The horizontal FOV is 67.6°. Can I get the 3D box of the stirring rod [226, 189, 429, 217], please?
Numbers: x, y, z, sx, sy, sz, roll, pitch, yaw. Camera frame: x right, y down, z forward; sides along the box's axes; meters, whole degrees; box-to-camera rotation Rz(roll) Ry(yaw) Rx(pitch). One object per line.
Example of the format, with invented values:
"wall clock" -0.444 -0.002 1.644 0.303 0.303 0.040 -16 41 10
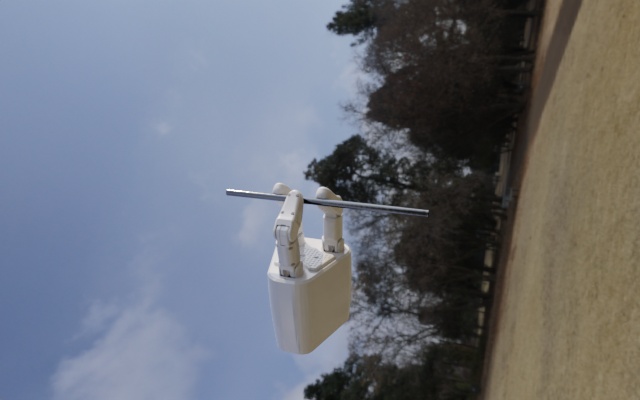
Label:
"stirring rod" 0.000 0.002 0.538 0.239 0.011 0.011 6 2 20
